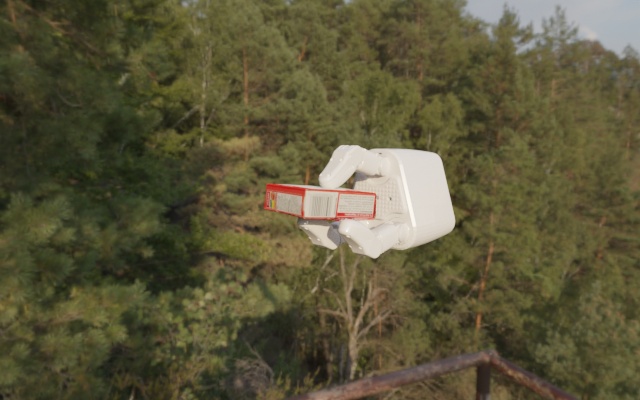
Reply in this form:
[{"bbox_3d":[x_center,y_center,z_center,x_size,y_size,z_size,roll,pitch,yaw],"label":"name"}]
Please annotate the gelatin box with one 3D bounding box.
[{"bbox_3d":[0.000,0.001,0.477,0.089,0.030,0.073,3,4,-36],"label":"gelatin box"}]
